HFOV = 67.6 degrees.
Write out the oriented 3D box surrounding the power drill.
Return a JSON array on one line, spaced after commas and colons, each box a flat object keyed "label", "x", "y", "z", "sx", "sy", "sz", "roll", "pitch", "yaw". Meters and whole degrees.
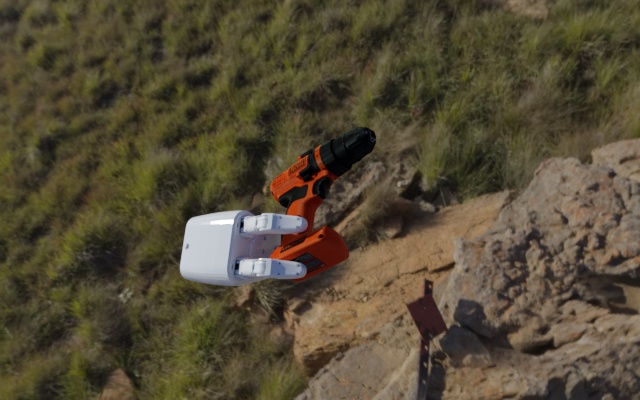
[{"label": "power drill", "x": 0.000, "y": 0.003, "z": 0.636, "sx": 0.184, "sy": 0.187, "sz": 0.057, "roll": -32, "pitch": -54, "yaw": 33}]
